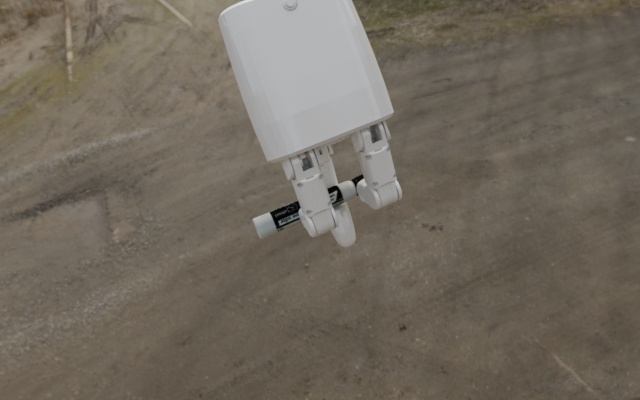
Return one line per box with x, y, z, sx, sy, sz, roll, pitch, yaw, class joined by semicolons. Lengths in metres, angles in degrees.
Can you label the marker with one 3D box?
0.000;0.001;0.418;0.121;0.020;0.020;-23;4;-11;marker
